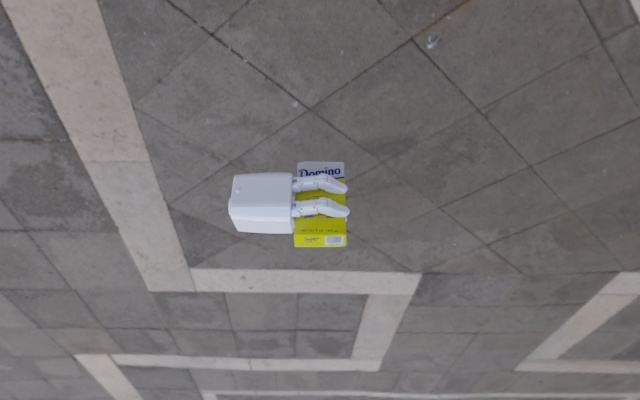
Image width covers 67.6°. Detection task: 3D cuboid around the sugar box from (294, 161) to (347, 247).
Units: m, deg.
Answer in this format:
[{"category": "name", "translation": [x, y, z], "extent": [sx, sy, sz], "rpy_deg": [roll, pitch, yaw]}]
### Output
[{"category": "sugar box", "translation": [0.000, 0.003, 0.886], "extent": [0.093, 0.176, 0.048], "rpy_deg": [0, -37, -1]}]
